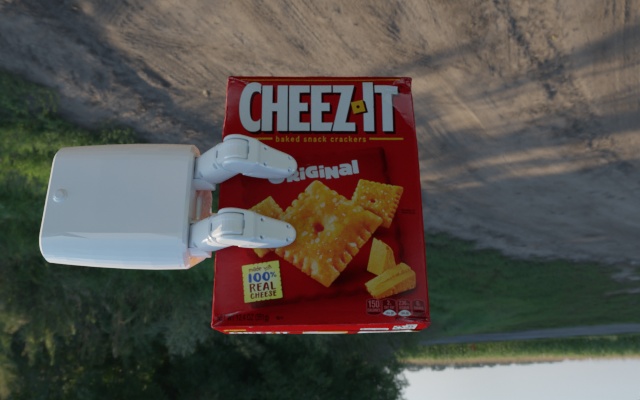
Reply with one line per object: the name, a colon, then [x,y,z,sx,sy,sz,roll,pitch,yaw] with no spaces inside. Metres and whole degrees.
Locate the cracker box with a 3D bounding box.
cracker box: [0.000,0.002,0.405,0.164,0.213,0.072,0,-18,-1]
